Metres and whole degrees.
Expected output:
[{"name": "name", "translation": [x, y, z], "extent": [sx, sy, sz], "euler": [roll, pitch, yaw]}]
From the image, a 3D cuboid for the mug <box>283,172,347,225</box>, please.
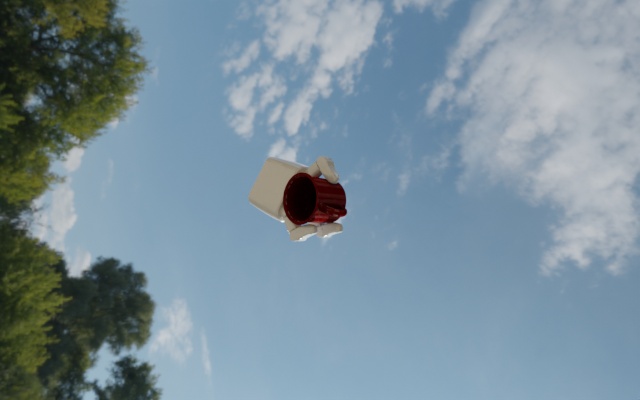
[{"name": "mug", "translation": [0.001, 0.003, 0.856], "extent": [0.081, 0.093, 0.117], "euler": [5, 14, -44]}]
